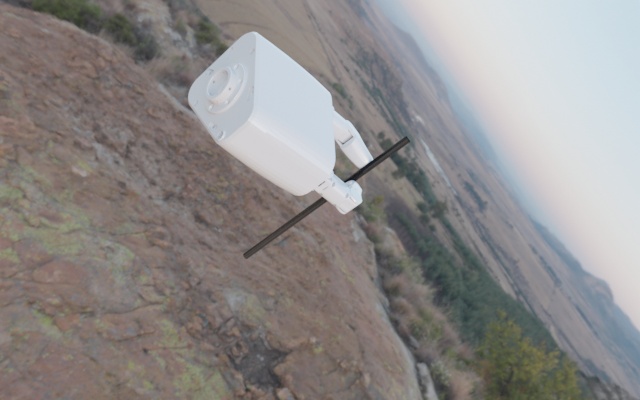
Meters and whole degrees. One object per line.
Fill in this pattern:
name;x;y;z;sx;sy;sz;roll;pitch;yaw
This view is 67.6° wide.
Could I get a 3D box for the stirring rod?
stirring rod;0.000;0.002;0.541;0.239;0.011;0.011;-36;-14;20
